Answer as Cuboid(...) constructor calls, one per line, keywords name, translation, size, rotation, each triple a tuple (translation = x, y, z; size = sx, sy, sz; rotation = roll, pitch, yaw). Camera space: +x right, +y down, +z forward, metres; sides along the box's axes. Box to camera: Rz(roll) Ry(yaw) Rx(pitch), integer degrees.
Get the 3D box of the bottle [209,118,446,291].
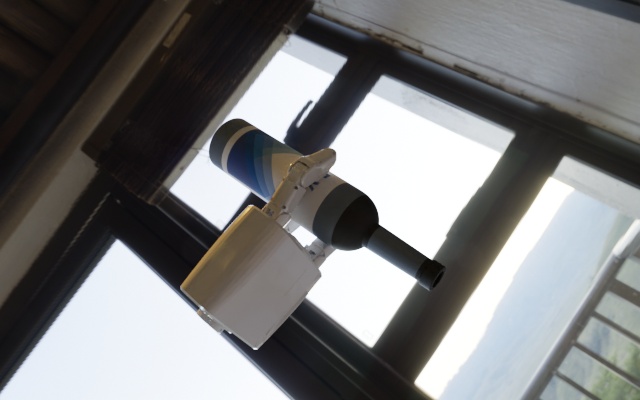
Cuboid(name="bottle", translation=(0.000, 0.001, 0.510), size=(0.295, 0.069, 0.069), rotation=(33, 17, 27))
